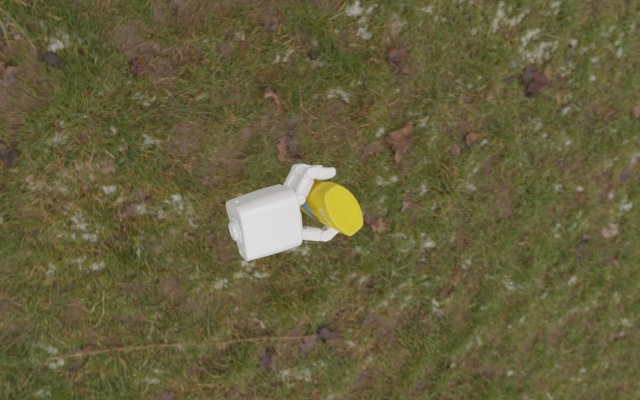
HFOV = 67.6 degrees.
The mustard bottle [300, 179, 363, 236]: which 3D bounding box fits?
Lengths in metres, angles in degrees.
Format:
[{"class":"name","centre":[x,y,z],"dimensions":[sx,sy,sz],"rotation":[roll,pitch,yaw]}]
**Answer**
[{"class":"mustard bottle","centre":[0.001,0.003,0.881],"dimensions":[0.058,0.096,0.191],"rotation":[-41,24,-14]}]
